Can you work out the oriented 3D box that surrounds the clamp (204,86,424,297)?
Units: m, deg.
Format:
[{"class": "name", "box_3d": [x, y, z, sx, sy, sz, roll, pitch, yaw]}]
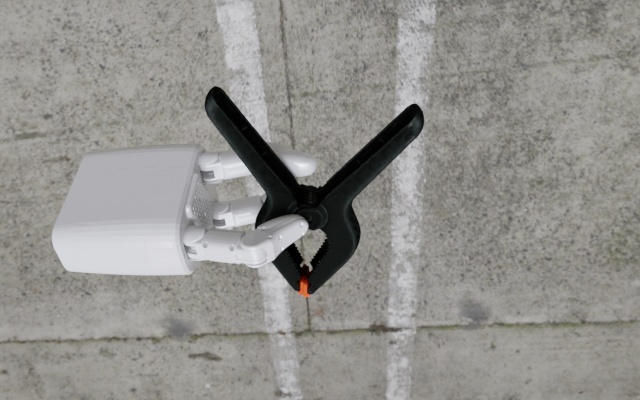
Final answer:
[{"class": "clamp", "box_3d": [0.000, 0.002, 0.408, 0.164, 0.210, 0.036, 0, 36, 7]}]
